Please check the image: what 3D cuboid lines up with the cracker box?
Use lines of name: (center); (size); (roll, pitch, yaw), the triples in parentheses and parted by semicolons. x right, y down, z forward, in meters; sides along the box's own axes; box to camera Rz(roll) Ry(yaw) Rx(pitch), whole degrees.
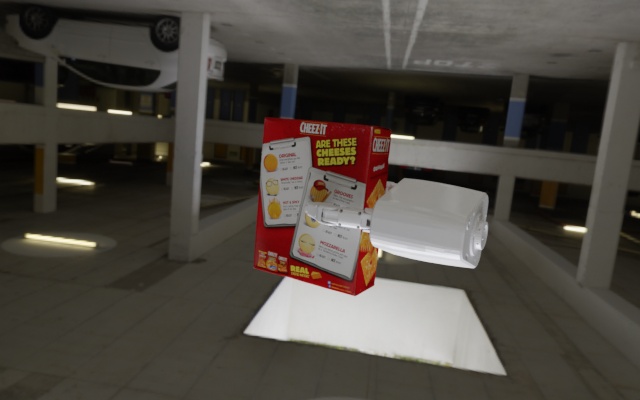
cracker box: (0.000, 0.002, 0.645); (0.164, 0.214, 0.072); (10, 9, 29)
